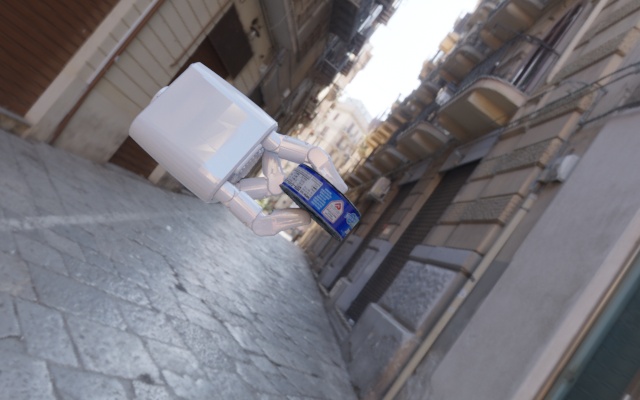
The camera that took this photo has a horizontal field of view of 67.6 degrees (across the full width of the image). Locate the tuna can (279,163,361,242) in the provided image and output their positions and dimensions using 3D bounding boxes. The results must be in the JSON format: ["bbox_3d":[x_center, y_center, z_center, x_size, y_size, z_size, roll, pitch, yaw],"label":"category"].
[{"bbox_3d":[0.001,0.001,0.488,0.086,0.034,0.086,42,-5,5],"label":"tuna can"}]
